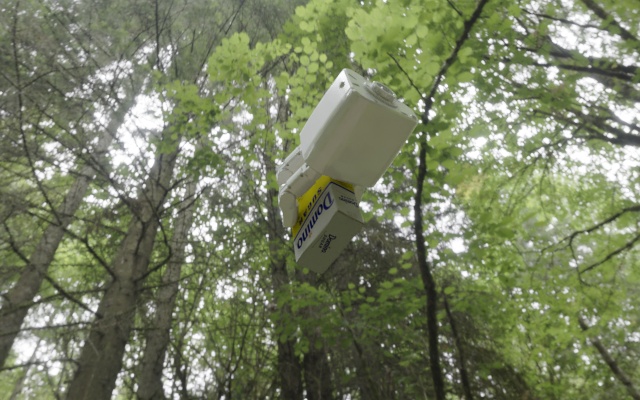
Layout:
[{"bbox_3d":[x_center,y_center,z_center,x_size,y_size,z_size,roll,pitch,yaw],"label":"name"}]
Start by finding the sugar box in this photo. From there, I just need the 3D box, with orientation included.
[{"bbox_3d":[0.000,0.002,0.631,0.048,0.093,0.176,27,27,-22],"label":"sugar box"}]
